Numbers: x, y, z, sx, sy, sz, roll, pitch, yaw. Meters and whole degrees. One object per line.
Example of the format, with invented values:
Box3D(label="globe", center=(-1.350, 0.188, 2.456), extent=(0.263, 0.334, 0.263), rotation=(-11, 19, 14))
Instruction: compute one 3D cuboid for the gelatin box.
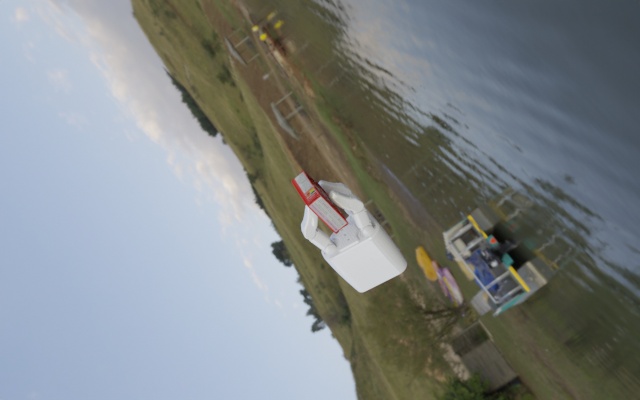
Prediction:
Box3D(label="gelatin box", center=(0.000, 0.003, 0.759), extent=(0.089, 0.030, 0.073), rotation=(44, 8, -41))
